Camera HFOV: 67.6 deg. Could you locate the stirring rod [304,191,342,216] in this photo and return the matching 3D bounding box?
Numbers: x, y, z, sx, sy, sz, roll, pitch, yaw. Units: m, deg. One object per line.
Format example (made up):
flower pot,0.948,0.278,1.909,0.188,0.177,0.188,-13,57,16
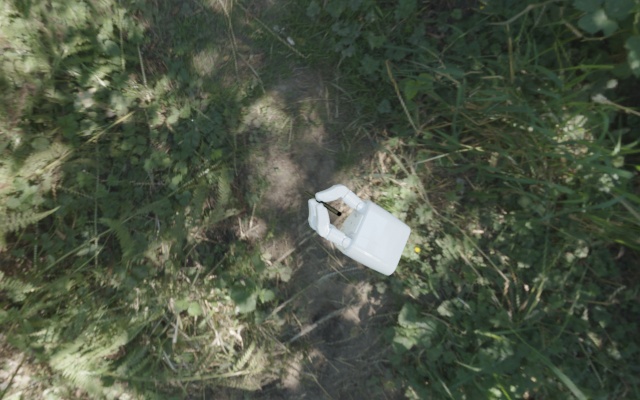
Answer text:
stirring rod,0.000,0.003,0.891,0.011,0.011,0.239,0,9,-15
